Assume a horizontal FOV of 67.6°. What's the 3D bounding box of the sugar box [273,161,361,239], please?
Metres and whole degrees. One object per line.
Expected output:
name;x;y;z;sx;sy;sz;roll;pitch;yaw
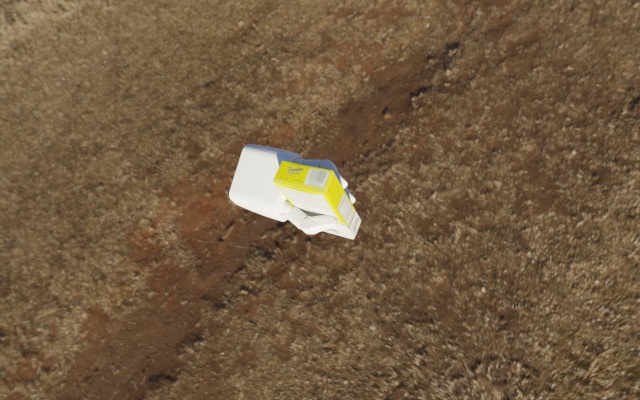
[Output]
sugar box;0.000;0.002;0.789;0.093;0.048;0.176;14;-19;25
